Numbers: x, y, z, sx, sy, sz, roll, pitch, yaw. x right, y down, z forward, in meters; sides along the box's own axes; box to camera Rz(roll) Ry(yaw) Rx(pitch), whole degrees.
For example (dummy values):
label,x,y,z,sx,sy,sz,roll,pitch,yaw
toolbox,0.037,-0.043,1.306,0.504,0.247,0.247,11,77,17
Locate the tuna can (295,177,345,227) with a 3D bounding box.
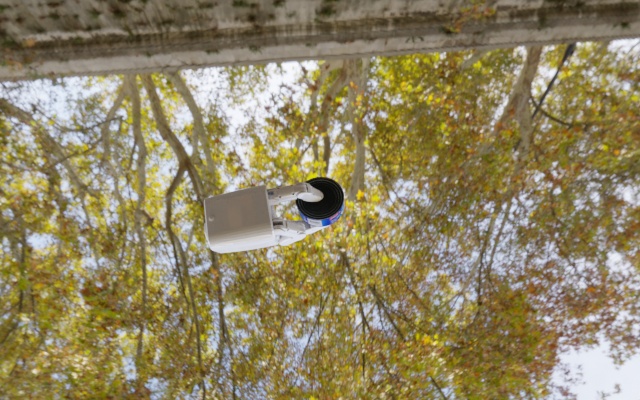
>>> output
label,x,y,z,sx,sy,sz,roll,pitch,yaw
tuna can,0.000,0.003,0.844,0.086,0.086,0.034,0,-28,6
